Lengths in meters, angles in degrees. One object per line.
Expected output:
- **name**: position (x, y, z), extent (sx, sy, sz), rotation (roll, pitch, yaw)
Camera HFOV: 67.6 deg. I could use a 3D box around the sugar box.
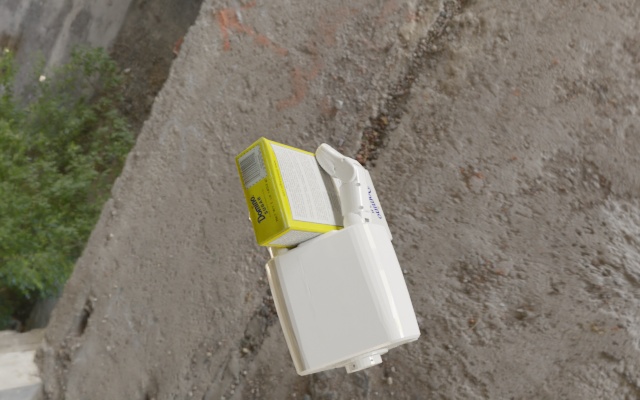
- **sugar box**: position (0.000, 0.002, 0.486), extent (0.048, 0.093, 0.176), rotation (-30, -25, 28)
